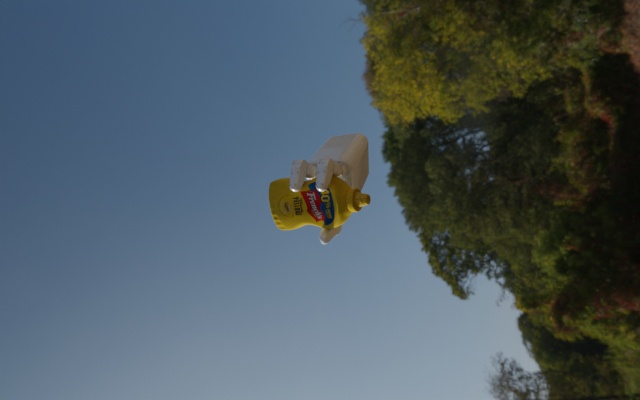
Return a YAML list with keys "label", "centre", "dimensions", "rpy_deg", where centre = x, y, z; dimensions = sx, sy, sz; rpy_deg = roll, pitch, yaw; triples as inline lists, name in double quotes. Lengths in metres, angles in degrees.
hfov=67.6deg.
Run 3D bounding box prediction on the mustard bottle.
- label: "mustard bottle"
  centre: [0.000, 0.003, 0.855]
  dimensions: [0.191, 0.096, 0.058]
  rpy_deg: [-3, 11, 31]
